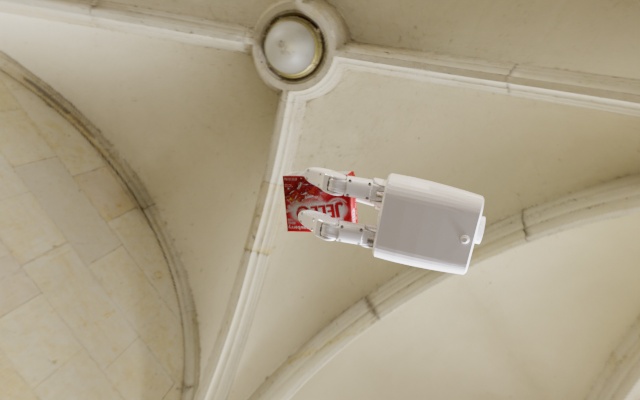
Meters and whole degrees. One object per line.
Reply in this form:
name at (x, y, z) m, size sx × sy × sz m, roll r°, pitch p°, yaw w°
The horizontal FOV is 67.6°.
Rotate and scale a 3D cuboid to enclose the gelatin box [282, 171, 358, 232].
gelatin box at (0.000, 0.002, 0.594) m, size 0.089 × 0.073 × 0.030 m, roll 1°, pitch 14°, yaw 20°
